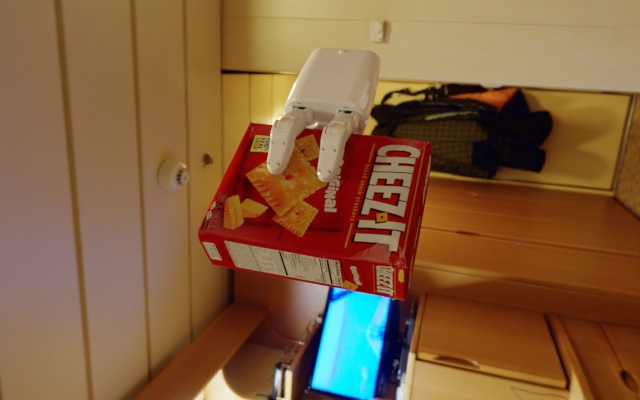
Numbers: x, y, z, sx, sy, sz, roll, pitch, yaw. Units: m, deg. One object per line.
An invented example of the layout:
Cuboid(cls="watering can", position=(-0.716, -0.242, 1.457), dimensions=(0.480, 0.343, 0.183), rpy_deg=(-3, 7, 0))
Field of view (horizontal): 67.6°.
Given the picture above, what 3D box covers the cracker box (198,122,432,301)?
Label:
Cuboid(cls="cracker box", position=(0.000, 0.002, 0.512), dimensions=(0.213, 0.164, 0.072), rpy_deg=(8, -36, 15))
